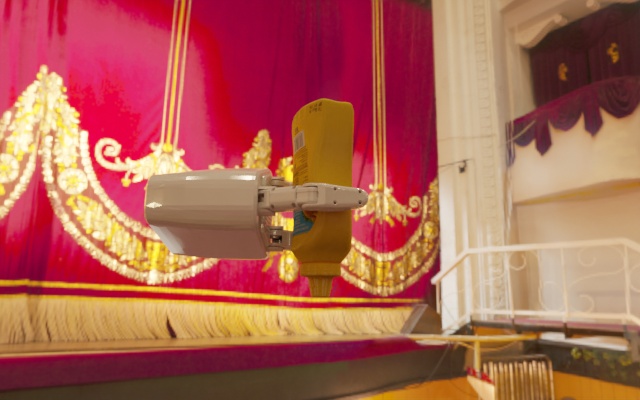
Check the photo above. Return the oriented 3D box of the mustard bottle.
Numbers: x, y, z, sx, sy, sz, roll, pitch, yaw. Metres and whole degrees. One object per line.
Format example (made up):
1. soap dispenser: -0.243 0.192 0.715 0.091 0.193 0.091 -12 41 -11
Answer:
1. mustard bottle: 0.000 0.001 0.488 0.058 0.191 0.096 6 -12 -22
